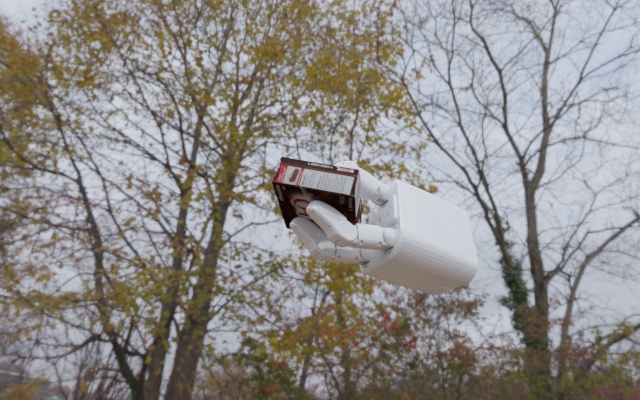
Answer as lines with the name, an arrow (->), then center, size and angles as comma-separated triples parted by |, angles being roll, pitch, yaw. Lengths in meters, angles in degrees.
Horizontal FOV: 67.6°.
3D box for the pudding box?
pudding box -> 0.000, 0.002, 0.540 | 0.090, 0.039, 0.114 | 10, -30, 11
